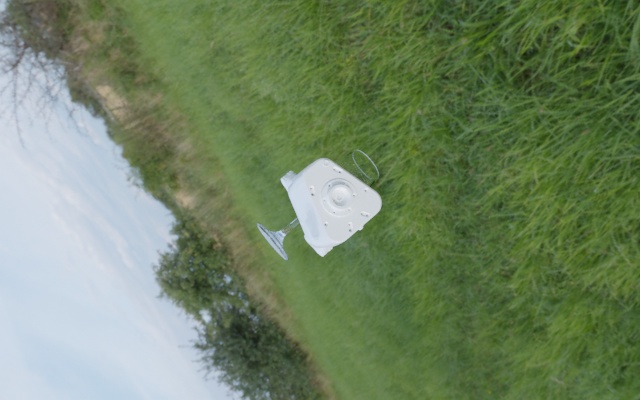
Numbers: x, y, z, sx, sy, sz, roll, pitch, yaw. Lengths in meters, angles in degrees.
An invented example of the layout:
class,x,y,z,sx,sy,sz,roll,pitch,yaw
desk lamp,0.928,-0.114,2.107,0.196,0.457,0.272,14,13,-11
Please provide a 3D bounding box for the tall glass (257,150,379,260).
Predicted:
class,x,y,z,sx,sy,sz,roll,pitch,yaw
tall glass,0.000,0.003,0.758,0.201,0.079,0.079,-40,11,-14
